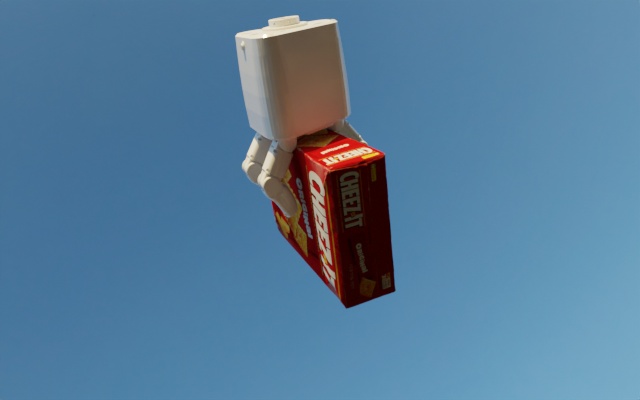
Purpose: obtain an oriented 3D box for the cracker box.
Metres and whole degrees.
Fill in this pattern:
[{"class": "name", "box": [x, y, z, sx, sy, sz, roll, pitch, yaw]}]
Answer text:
[{"class": "cracker box", "box": [0.000, 0.002, 0.570, 0.072, 0.164, 0.213, -17, 26, -19]}]
